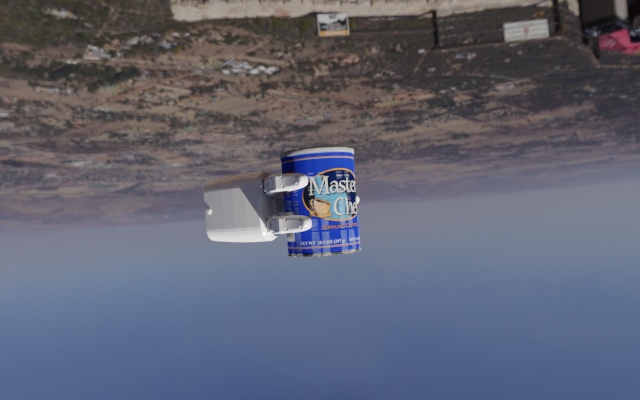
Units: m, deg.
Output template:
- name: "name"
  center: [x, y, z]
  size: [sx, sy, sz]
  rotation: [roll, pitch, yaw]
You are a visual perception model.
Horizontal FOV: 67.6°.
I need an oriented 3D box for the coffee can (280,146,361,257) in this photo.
- name: "coffee can"
  center: [0.000, 0.002, 0.661]
  size: [0.103, 0.140, 0.103]
  rotation: [-5, -1, 0]
